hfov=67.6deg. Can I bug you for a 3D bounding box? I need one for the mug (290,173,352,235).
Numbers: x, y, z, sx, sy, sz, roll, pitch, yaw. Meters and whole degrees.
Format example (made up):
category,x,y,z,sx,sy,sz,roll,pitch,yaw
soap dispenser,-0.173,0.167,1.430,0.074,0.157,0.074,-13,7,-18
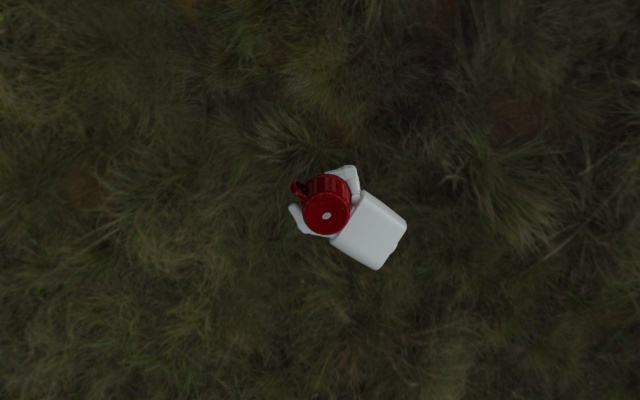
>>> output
category,x,y,z,sx,sy,sz,roll,pitch,yaw
mug,-0.001,0.002,0.828,0.117,0.093,0.081,33,18,-11
